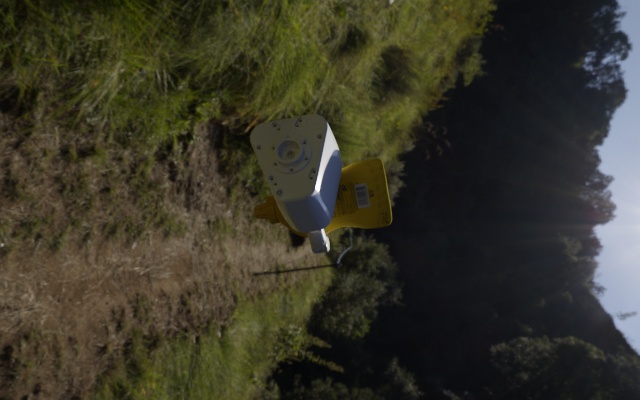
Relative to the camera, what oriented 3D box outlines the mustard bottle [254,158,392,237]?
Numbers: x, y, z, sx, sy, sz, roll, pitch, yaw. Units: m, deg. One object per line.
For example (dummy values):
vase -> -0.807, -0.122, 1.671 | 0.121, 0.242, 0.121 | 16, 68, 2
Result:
mustard bottle -> 0.000, 0.002, 0.678 | 0.191, 0.096, 0.058 | -9, 2, 6
